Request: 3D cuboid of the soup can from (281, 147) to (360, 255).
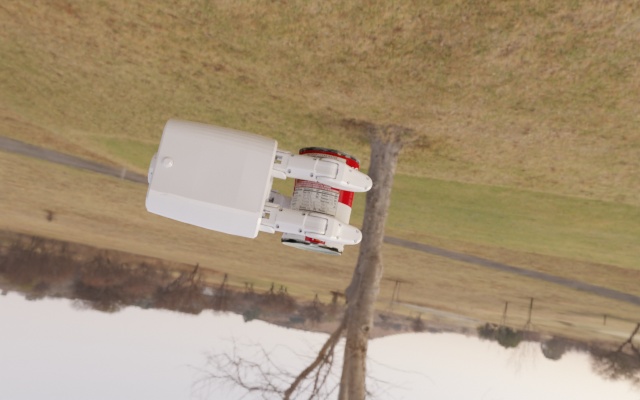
[{"bbox_3d":[0.000,0.002,0.510,0.068,0.102,0.068,11,-10,2],"label":"soup can"}]
